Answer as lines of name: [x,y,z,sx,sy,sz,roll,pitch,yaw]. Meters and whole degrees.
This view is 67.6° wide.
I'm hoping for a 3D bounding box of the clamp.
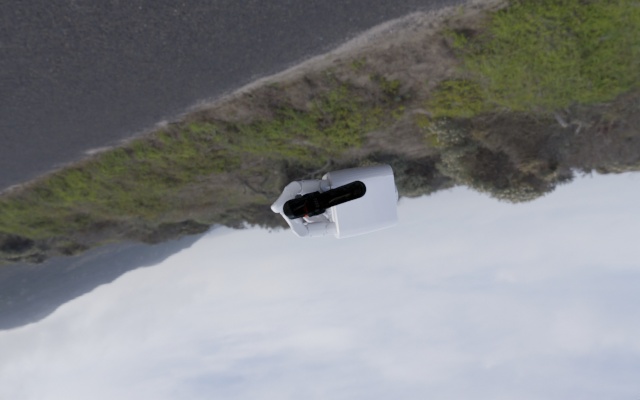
clamp: [0.000,0.003,0.716,0.120,0.039,0.171,-11,-1,-7]
